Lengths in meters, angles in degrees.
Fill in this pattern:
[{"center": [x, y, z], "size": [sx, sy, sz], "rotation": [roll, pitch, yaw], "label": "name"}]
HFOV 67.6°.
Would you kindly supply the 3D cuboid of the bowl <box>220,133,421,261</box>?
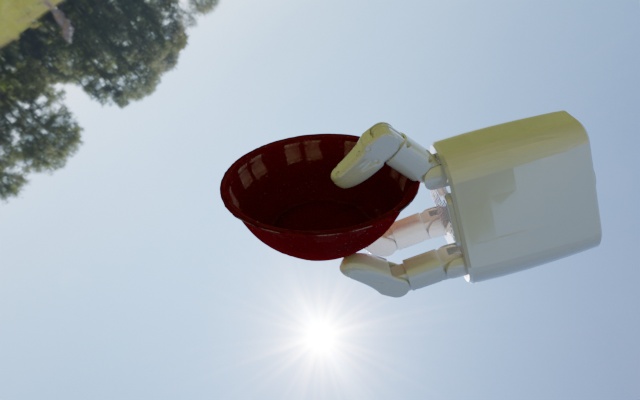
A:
[{"center": [-0.001, 0.002, 0.402], "size": [0.162, 0.055, 0.162], "rotation": [-2, 33, 1], "label": "bowl"}]
